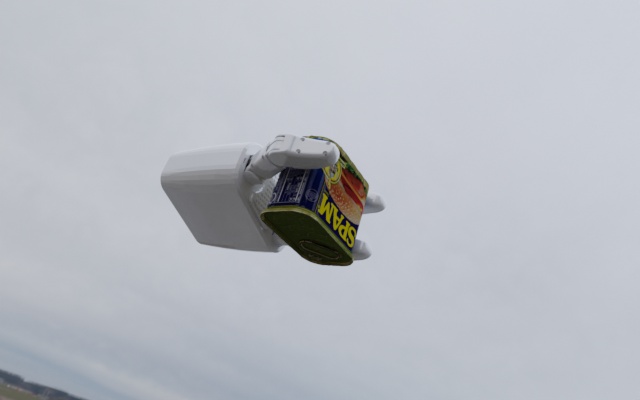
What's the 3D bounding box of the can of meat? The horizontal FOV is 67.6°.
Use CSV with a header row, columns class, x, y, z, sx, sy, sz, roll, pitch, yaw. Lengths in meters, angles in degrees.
class,x,y,z,sx,sy,sz,roll,pitch,yaw
can of meat,0.000,0.001,0.446,0.057,0.084,0.102,-3,-34,33
